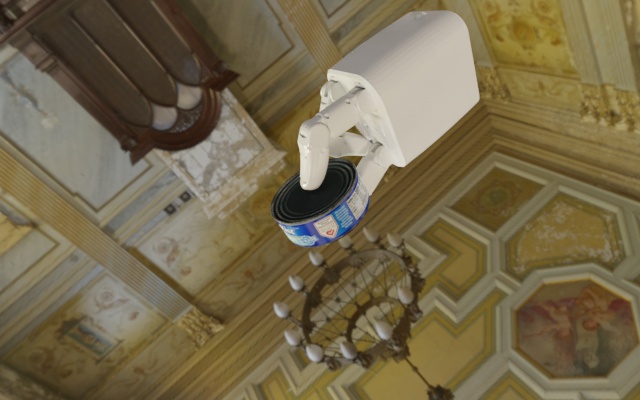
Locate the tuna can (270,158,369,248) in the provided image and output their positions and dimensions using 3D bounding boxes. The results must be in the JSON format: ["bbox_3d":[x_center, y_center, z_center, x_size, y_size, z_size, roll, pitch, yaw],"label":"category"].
[{"bbox_3d":[0.000,0.002,0.431,0.086,0.034,0.086,-22,33,15],"label":"tuna can"}]
